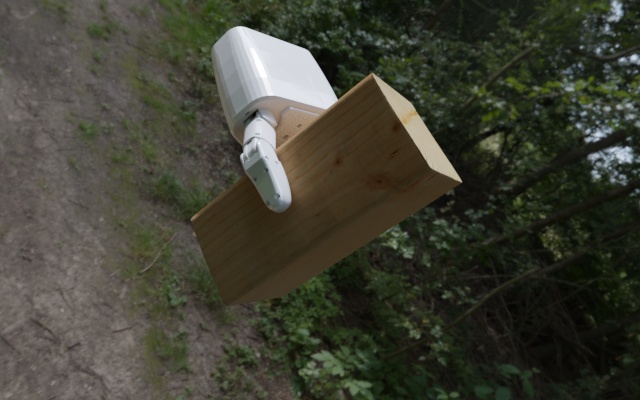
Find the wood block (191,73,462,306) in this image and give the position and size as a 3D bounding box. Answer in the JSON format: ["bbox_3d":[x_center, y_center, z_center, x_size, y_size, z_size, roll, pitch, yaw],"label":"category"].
[{"bbox_3d":[0.000,0.001,0.411,0.206,0.090,0.091,-36,-22,22],"label":"wood block"}]
